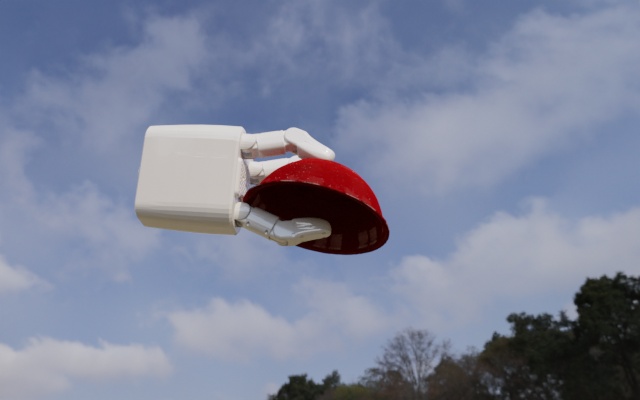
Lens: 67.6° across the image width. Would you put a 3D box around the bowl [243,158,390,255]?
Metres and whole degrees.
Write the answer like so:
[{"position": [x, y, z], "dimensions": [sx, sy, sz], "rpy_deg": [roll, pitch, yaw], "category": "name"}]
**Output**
[{"position": [0.001, 0.002, 0.526], "dimensions": [0.162, 0.055, 0.162], "rpy_deg": [12, -28, 6], "category": "bowl"}]
